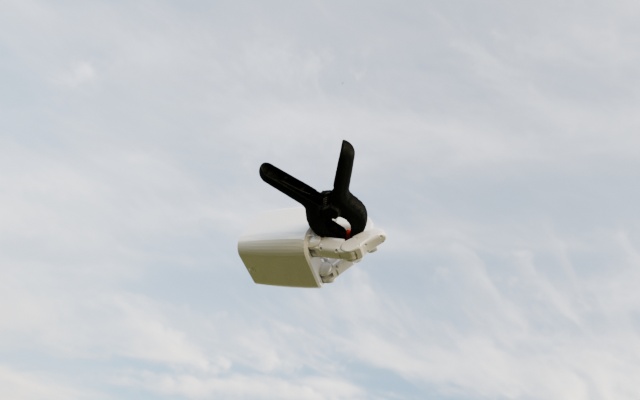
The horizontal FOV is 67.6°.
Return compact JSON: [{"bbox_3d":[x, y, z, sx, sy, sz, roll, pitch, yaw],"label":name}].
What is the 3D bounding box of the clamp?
[{"bbox_3d":[0.000,0.002,0.599,0.120,0.172,0.039,-2,41,21],"label":"clamp"}]
